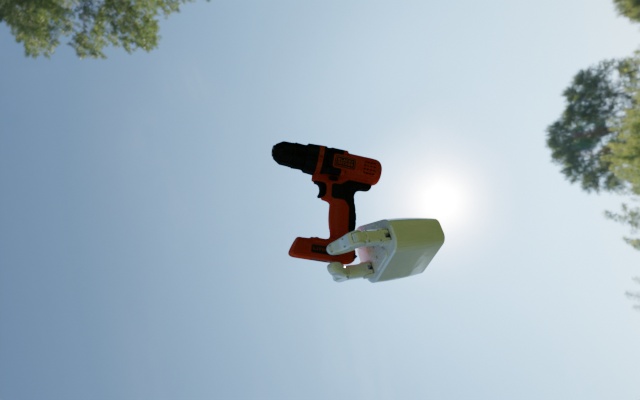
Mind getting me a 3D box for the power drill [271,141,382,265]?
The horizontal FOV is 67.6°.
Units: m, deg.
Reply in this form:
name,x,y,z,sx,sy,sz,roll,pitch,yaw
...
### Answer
name,x,y,z,sx,sy,sz,roll,pitch,yaw
power drill,0.000,0.003,0.767,0.184,0.187,0.057,11,-11,-6
